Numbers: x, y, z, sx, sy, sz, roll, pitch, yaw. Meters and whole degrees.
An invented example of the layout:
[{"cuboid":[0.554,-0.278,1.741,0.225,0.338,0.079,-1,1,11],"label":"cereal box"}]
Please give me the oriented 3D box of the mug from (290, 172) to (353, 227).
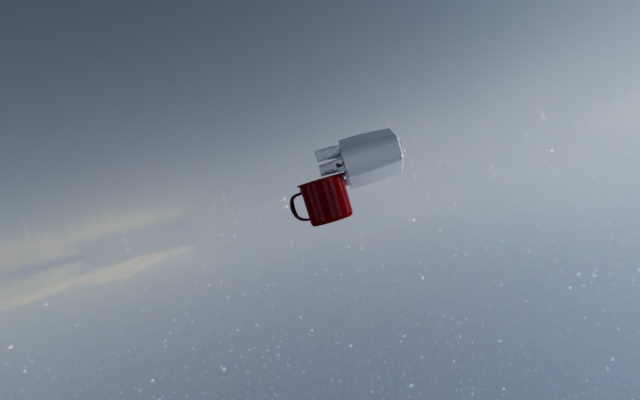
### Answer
[{"cuboid":[-0.001,0.004,0.891,0.117,0.081,0.093,-17,1,7],"label":"mug"}]
